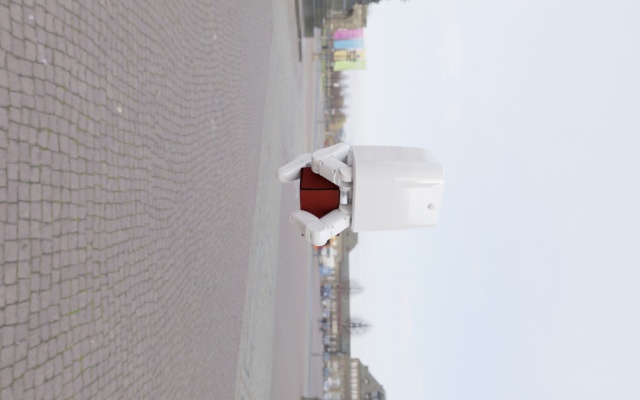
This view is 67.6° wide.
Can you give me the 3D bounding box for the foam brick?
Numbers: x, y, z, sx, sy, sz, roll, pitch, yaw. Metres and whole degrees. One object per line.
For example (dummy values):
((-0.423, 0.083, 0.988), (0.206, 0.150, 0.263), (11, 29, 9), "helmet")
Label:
((0.000, 0.002, 0.619), (0.051, 0.078, 0.053), (0, 38, 0), "foam brick")
